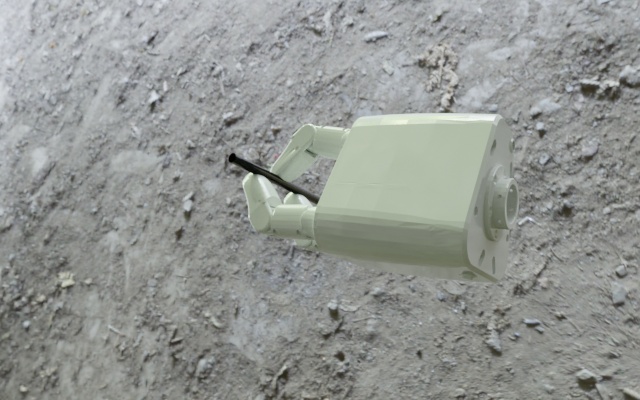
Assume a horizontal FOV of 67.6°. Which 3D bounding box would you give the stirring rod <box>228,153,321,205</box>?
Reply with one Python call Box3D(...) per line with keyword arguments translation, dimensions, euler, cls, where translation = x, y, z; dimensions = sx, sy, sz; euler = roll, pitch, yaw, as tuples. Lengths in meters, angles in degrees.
Box3D(translation=(0.000, 0.002, 0.457), dimensions=(0.011, 0.011, 0.239), euler=(0, -16, 36), cls="stirring rod")
